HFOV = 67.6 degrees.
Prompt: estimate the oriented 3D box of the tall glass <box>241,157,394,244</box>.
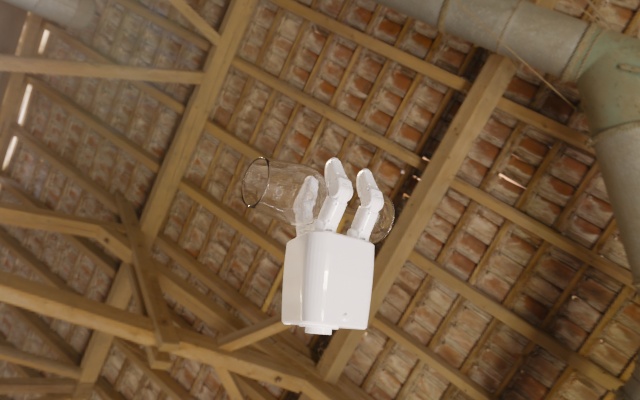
[{"bbox_3d":[0.001,0.002,0.618,0.201,0.079,0.079,17,-10,-36],"label":"tall glass"}]
